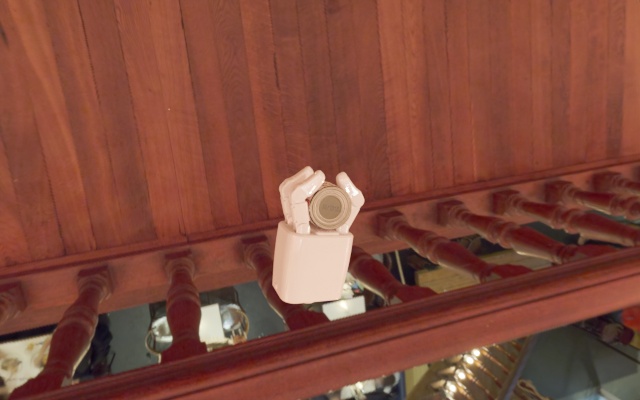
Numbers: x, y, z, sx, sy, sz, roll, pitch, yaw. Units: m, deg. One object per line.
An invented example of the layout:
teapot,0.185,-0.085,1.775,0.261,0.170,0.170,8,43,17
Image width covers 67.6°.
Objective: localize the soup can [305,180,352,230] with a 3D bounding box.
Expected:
soup can,0.000,0.002,0.741,0.068,0.068,0.102,0,10,-18
